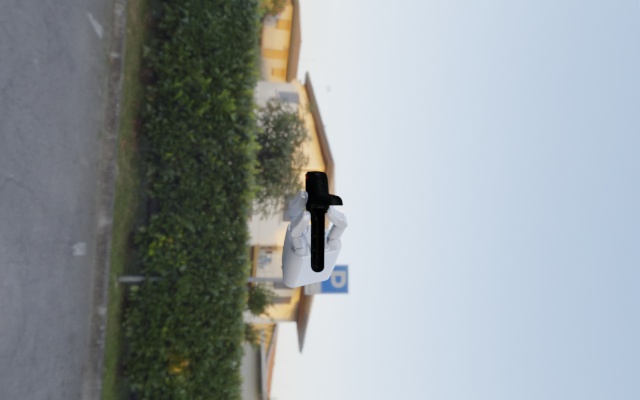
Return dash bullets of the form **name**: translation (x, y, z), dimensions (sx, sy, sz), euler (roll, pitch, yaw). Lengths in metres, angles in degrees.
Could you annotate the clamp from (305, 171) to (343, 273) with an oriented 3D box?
- **clamp**: translation (0.001, 0.003, 0.878), dimensions (0.036, 0.165, 0.209), euler (6, 43, -14)
